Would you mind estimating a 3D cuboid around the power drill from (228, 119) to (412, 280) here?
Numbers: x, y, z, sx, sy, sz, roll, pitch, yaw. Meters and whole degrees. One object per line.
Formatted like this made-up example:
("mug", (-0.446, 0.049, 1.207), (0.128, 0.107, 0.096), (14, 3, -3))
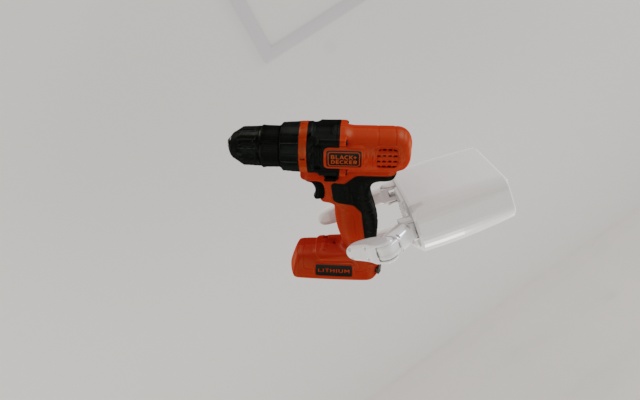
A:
("power drill", (0.000, 0.002, 0.518), (0.184, 0.188, 0.057), (2, 37, 6))
